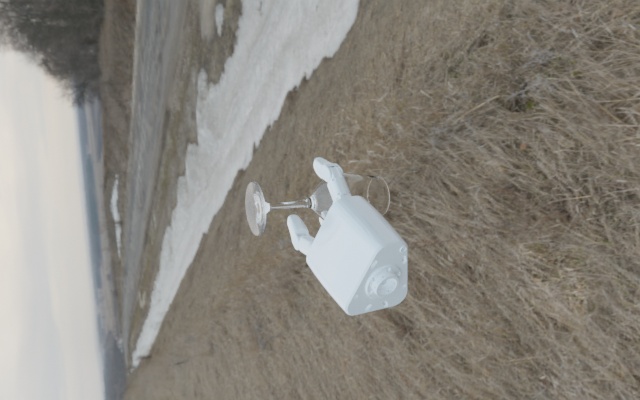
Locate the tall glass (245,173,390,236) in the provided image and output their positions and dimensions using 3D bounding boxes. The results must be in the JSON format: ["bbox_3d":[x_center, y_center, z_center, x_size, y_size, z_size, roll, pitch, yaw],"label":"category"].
[{"bbox_3d":[-0.001,0.002,0.684,0.201,0.079,0.079,-6,3,-27],"label":"tall glass"}]
